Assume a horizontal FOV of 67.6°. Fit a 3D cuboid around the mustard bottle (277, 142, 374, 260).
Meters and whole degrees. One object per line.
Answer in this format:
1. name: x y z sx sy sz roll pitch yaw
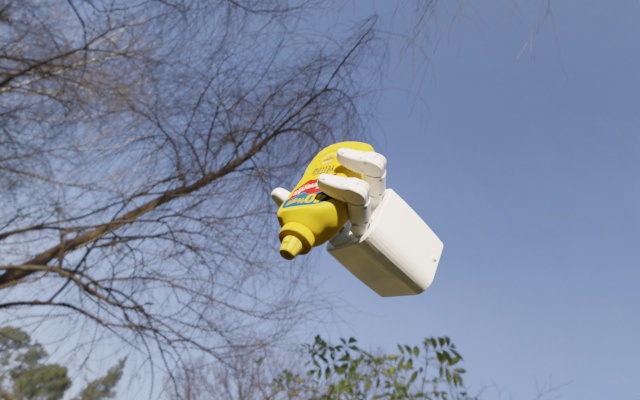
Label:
1. mustard bottle: 0.000 0.002 0.590 0.096 0.058 0.191 -7 35 34
